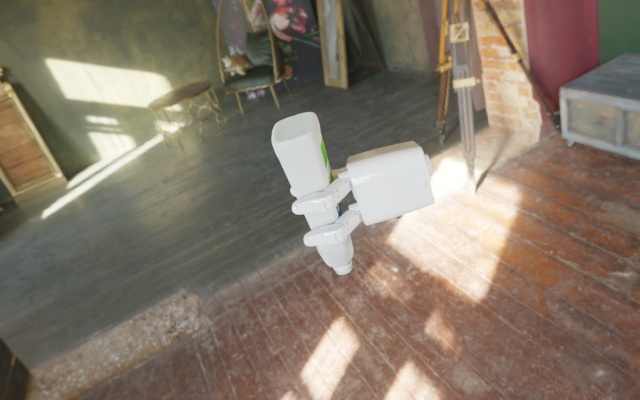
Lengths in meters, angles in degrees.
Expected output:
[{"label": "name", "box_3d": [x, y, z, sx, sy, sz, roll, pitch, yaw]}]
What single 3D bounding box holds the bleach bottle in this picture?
[{"label": "bleach bottle", "box_3d": [0.000, 0.002, 0.716, 0.068, 0.251, 0.102, -16, 29, 7]}]
